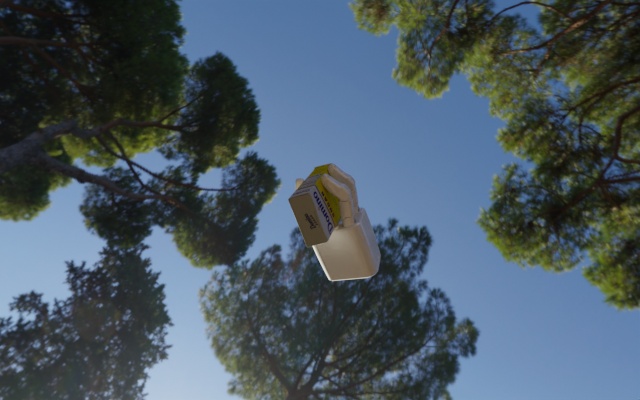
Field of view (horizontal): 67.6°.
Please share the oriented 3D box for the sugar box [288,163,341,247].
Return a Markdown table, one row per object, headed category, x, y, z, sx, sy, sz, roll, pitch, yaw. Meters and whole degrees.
| category | x | y | z | sx | sy | sz | roll | pitch | yaw |
| --- | --- | --- | --- | --- | --- | --- | --- | --- | --- |
| sugar box | 0.001 | 0.003 | 0.856 | 0.048 | 0.093 | 0.176 | -16 | 17 | 17 |
